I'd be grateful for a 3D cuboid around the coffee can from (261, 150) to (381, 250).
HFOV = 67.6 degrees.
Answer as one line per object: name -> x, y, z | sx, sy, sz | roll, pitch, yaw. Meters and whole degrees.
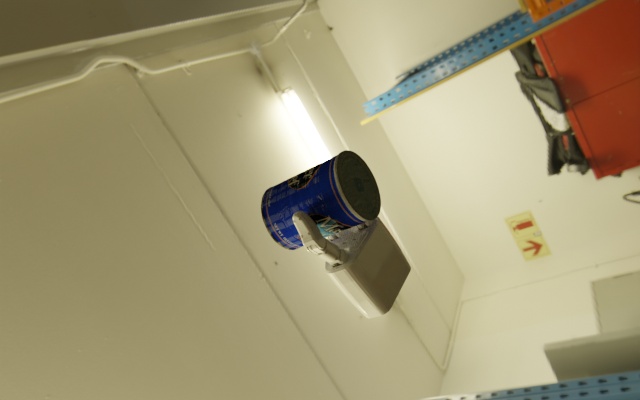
coffee can -> 0.000, 0.002, 0.683 | 0.140, 0.102, 0.103 | -24, -13, 32
